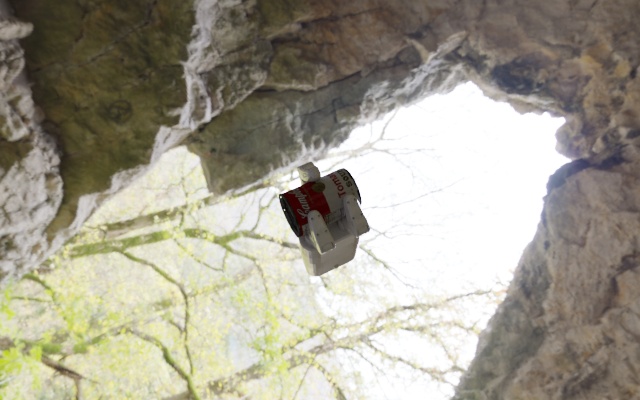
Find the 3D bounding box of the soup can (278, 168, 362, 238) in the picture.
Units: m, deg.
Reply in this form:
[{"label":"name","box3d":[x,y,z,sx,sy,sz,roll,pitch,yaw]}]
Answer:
[{"label":"soup can","box3d":[0.000,0.002,0.682,0.102,0.068,0.068,-24,5,-13]}]
